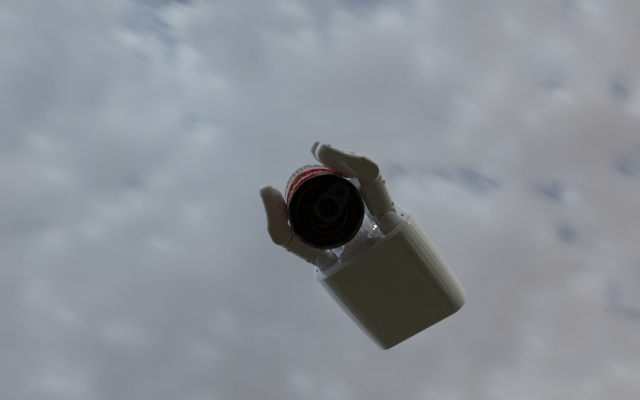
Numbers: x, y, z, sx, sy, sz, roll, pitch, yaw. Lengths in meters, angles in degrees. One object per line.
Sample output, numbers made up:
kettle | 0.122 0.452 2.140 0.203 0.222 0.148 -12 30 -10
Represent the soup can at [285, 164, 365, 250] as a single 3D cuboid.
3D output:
soup can | 0.000 0.001 0.466 0.068 0.068 0.102 0 10 -6
